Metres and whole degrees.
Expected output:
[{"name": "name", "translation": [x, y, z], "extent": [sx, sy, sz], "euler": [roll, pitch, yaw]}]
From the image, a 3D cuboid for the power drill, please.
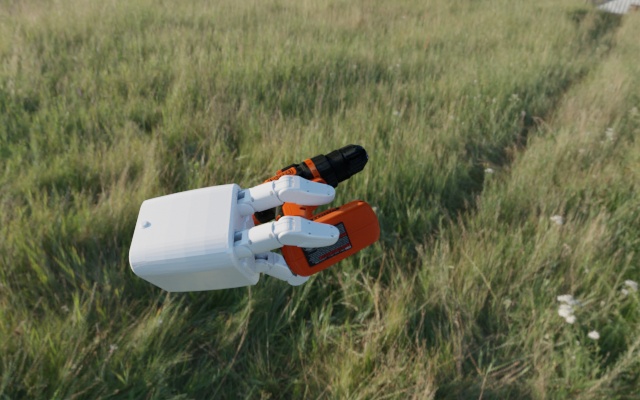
[{"name": "power drill", "translation": [0.000, 0.002, 0.573], "extent": [0.184, 0.057, 0.187], "euler": [-28, 27, -6]}]
